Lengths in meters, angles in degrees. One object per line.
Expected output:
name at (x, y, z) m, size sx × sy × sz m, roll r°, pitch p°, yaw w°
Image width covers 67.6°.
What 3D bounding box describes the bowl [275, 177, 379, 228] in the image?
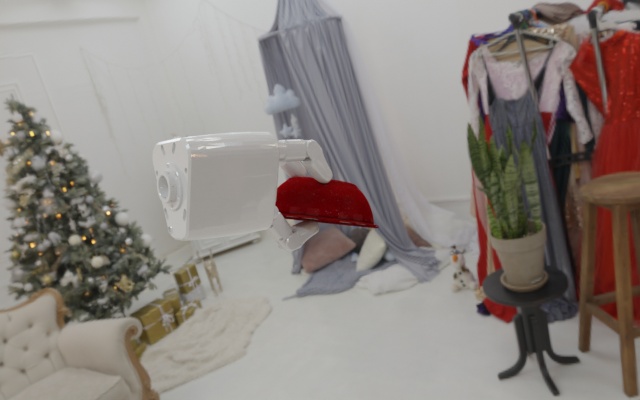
bowl at (0.001, 0.002, 0.639) m, size 0.162 × 0.055 × 0.162 m, roll 6°, pitch -4°, yaw 0°
